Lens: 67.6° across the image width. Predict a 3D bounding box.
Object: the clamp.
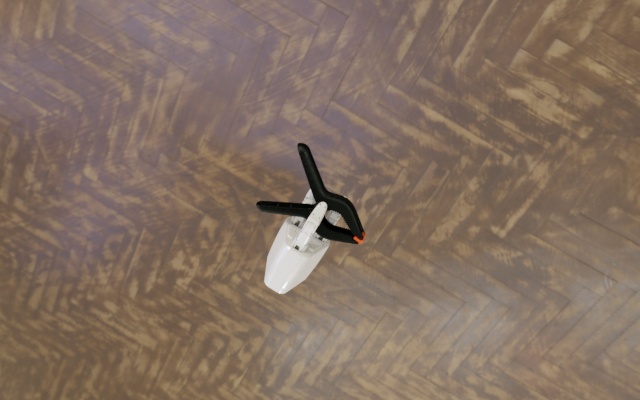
[{"bbox_3d":[0.000,0.004,0.878,0.210,0.165,0.036,31,29,1],"label":"clamp"}]
